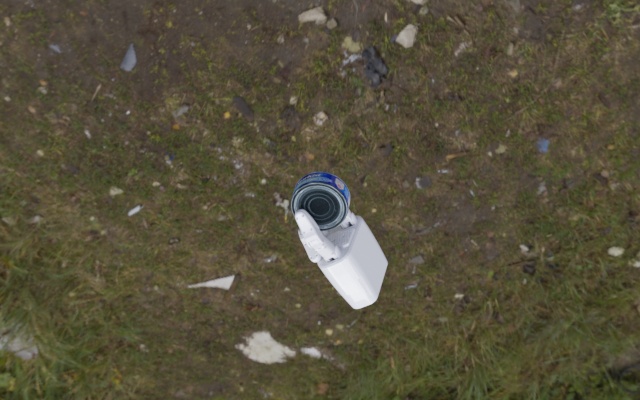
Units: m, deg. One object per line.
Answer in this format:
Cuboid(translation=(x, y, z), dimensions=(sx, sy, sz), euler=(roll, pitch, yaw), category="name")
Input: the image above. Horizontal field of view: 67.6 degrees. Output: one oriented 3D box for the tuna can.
Cuboid(translation=(0.000, 0.003, 0.701), dimensions=(0.086, 0.086, 0.033), euler=(0, 31, 9), category="tuna can")
